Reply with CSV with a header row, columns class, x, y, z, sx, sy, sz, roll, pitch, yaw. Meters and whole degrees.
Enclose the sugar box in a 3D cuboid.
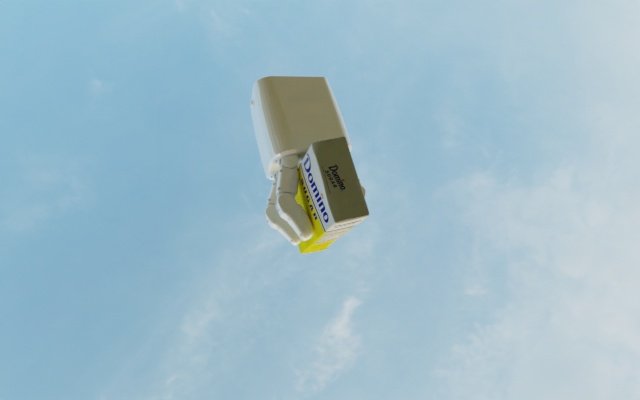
class,x,y,z,sx,sy,sz,roll,pitch,yaw
sugar box,0.000,0.002,0.572,0.048,0.093,0.176,-13,-14,-15
